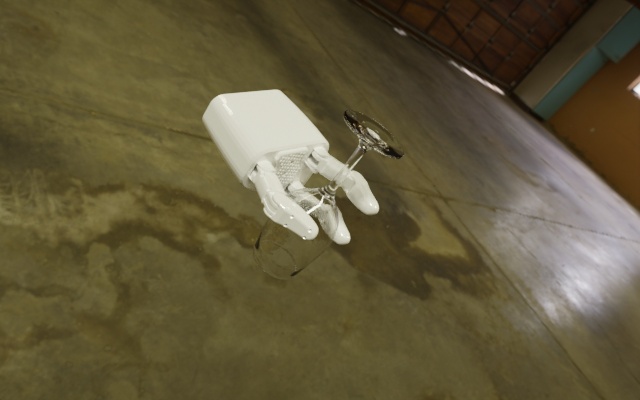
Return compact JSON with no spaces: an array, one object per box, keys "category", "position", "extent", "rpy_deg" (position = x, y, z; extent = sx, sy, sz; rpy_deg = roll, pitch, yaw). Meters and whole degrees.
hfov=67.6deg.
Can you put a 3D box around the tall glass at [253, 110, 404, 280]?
[{"category":"tall glass","position":[0.000,0.001,0.525],"extent":[0.079,0.201,0.079],"rpy_deg":[28,29,-17]}]
